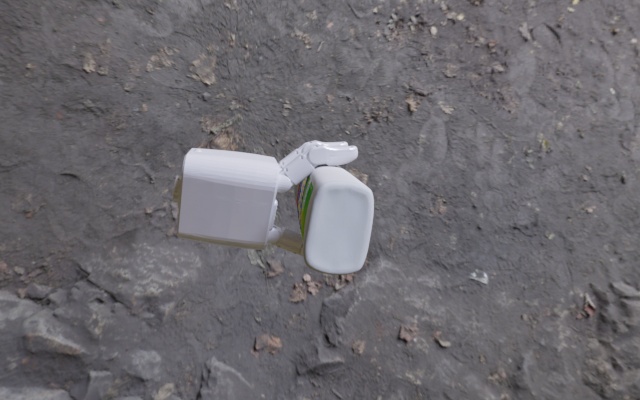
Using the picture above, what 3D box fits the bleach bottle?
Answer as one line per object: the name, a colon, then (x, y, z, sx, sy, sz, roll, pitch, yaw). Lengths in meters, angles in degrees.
bleach bottle: (0.000, 0.002, 0.598, 0.068, 0.102, 0.250, 8, 11, -11)
